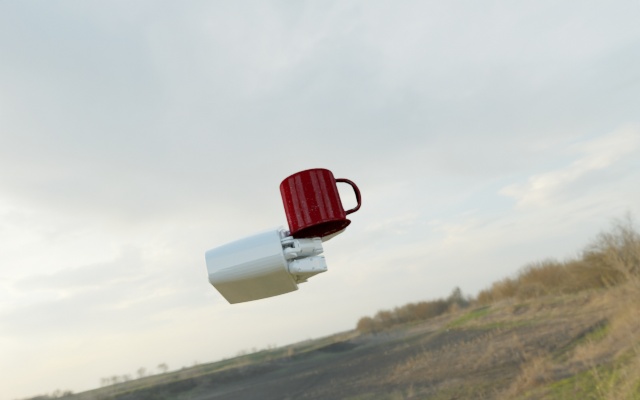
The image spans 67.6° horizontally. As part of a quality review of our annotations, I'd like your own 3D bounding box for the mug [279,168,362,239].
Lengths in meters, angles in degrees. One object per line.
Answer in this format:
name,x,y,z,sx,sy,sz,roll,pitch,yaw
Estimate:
mug,0.001,0.002,0.678,0.117,0.081,0.093,-15,-16,1
